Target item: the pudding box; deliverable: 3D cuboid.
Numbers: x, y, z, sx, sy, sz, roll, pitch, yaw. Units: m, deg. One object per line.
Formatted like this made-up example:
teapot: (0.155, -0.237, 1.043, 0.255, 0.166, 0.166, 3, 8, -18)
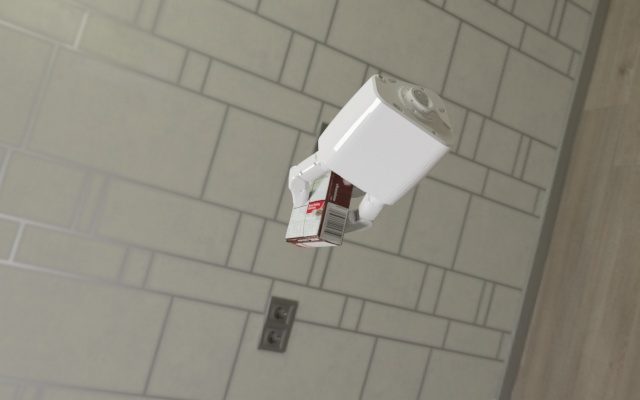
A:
pudding box: (0.000, 0.002, 0.615, 0.039, 0.113, 0.090, 22, -17, -26)
